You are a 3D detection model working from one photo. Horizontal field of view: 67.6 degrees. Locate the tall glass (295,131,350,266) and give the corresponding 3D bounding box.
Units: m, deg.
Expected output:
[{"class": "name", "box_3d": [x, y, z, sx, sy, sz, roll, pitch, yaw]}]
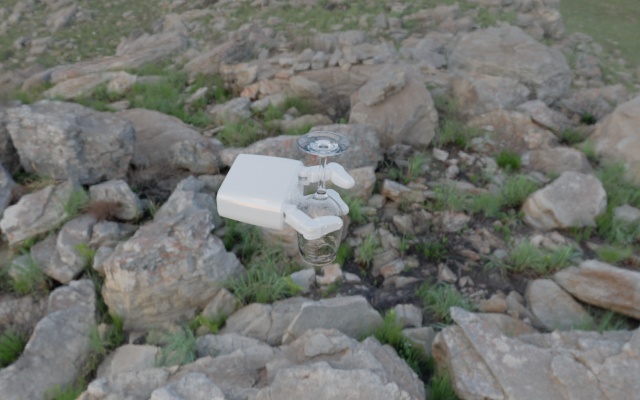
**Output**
[{"class": "tall glass", "box_3d": [0.000, 0.002, 0.722, 0.079, 0.201, 0.079, 2, 33, -1]}]
